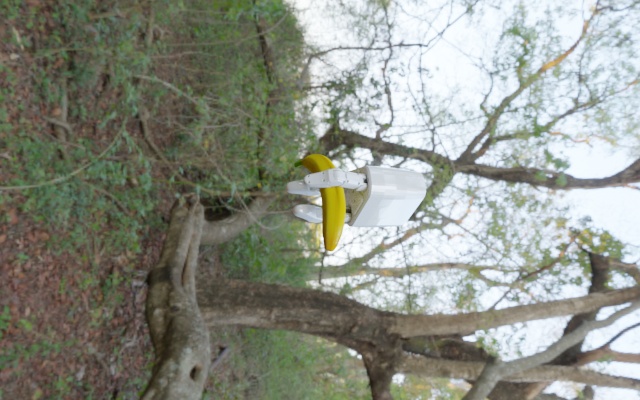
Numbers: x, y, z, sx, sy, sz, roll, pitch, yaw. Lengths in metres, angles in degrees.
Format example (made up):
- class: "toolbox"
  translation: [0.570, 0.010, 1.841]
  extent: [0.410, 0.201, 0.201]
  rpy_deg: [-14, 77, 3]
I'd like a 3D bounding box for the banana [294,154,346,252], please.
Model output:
- class: "banana"
  translation: [0.009, -0.012, 0.768]
  extent: [0.037, 0.197, 0.070]
  rpy_deg: [12, -48, -32]
